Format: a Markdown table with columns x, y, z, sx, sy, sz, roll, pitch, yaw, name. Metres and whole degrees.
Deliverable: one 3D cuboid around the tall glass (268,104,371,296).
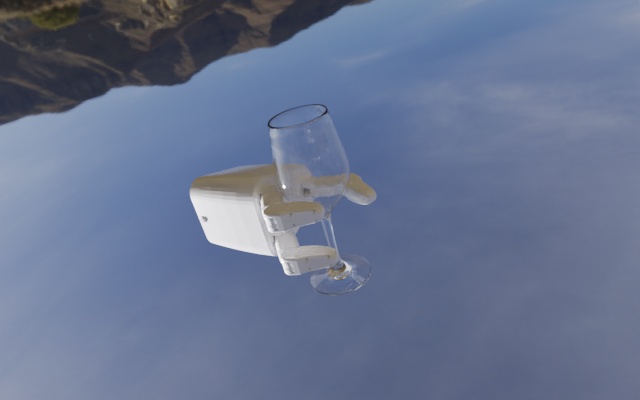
| x | y | z | sx | sy | sz | roll | pitch | yaw | name |
| --- | --- | --- | --- | --- | --- | --- | --- | --- | --- |
| 0.000 | 0.002 | 0.517 | 0.079 | 0.201 | 0.079 | -12 | 28 | 6 | tall glass |
